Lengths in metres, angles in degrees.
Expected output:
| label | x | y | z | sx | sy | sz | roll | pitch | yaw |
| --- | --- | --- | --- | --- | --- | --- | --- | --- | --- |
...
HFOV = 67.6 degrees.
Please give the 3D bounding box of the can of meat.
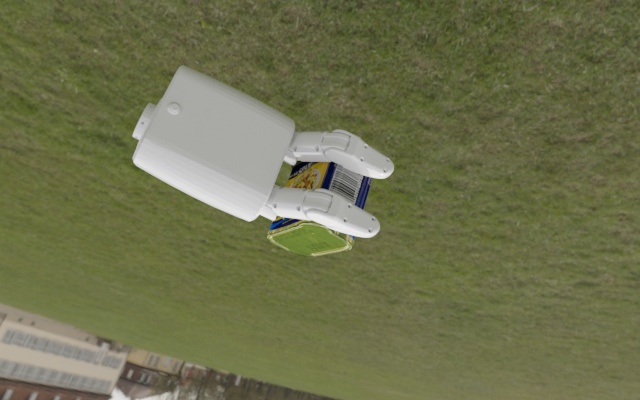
| label | x | y | z | sx | sy | sz | roll | pitch | yaw |
| --- | --- | --- | --- | --- | --- | --- | --- | --- | --- |
| can of meat | 0.000 | 0.002 | 0.443 | 0.057 | 0.084 | 0.102 | 29 | -25 | -23 |
